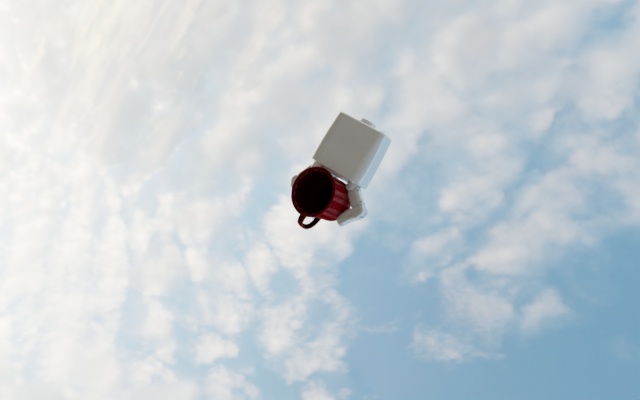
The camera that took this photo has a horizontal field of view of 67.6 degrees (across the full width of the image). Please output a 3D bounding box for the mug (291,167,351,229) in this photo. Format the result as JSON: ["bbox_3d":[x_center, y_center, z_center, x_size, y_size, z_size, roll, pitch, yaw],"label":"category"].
[{"bbox_3d":[0.000,0.004,0.881,0.093,0.117,0.081,34,6,33],"label":"mug"}]
